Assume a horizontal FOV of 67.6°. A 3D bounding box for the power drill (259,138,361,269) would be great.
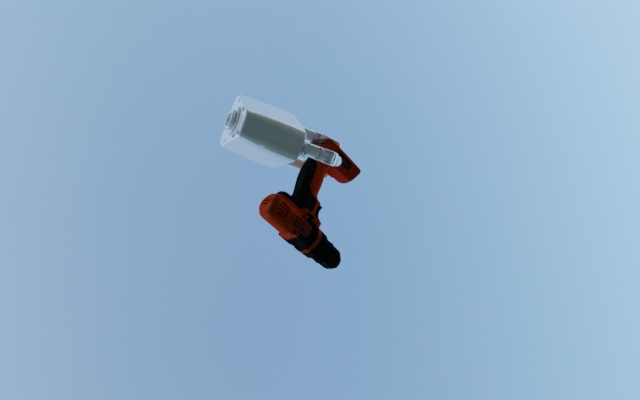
[{"bbox_3d":[0.000,0.002,0.822,0.057,0.187,0.184,-5,-40,47],"label":"power drill"}]
